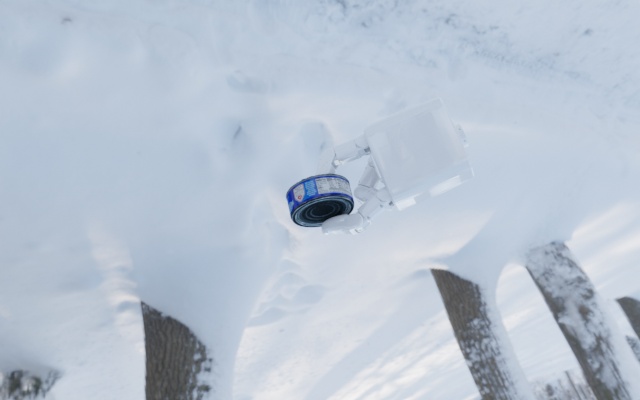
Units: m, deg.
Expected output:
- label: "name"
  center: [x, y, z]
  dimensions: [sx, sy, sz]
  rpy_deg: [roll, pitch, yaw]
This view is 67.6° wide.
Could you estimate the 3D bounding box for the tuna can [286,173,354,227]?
- label: "tuna can"
  center: [0.000, 0.003, 0.619]
  dimensions: [0.086, 0.033, 0.086]
  rpy_deg: [-11, -27, -6]
